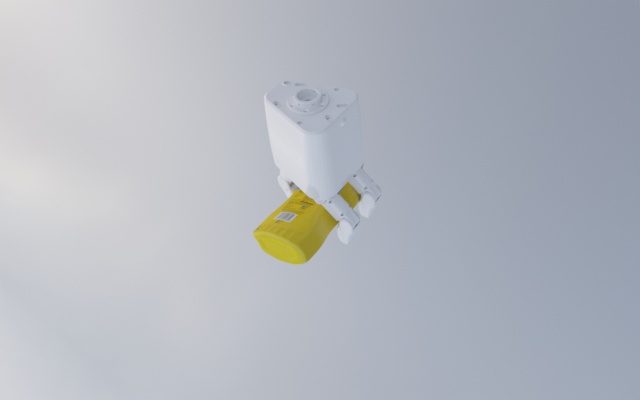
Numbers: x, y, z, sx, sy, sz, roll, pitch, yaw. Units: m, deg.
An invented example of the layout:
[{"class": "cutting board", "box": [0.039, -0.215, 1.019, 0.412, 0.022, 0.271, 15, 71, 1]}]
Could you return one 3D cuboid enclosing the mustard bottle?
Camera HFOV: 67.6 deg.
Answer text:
[{"class": "mustard bottle", "box": [0.000, 0.003, 0.661, 0.096, 0.058, 0.191, 7, 45, 46]}]
